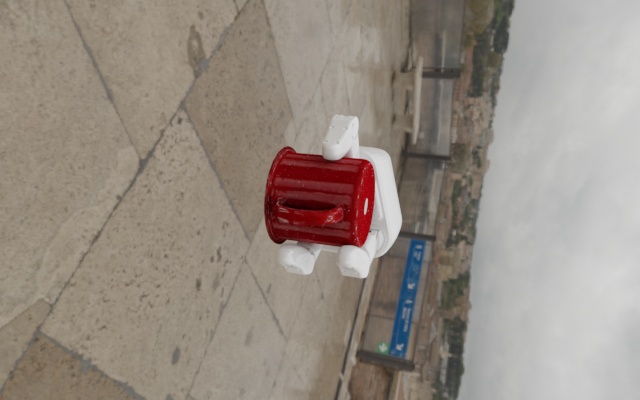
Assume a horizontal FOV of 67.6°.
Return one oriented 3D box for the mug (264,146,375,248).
[{"bbox_3d":[0.000,0.002,0.427,0.081,0.093,0.117,6,11,16],"label":"mug"}]
